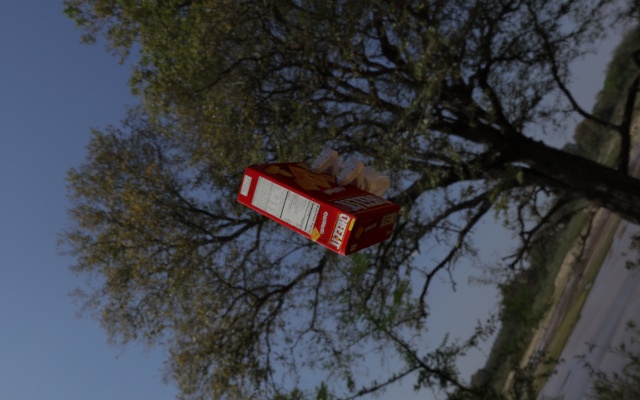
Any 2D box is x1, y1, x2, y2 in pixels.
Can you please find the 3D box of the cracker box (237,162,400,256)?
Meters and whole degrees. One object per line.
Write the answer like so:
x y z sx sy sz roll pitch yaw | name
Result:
0.000 0.003 0.784 0.213 0.072 0.164 25 18 27 | cracker box
